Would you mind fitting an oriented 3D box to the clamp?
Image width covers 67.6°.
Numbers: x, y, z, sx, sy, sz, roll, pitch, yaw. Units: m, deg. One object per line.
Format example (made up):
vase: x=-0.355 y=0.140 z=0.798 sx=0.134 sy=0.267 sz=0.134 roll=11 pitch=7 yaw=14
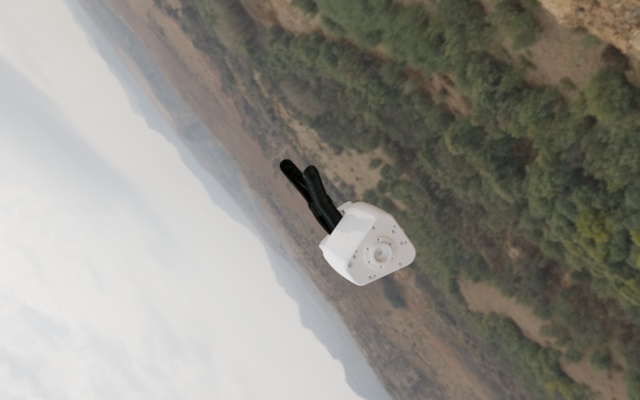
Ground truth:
clamp: x=0.000 y=0.003 z=0.785 sx=0.039 sy=0.171 sz=0.120 roll=-39 pitch=15 yaw=-8
